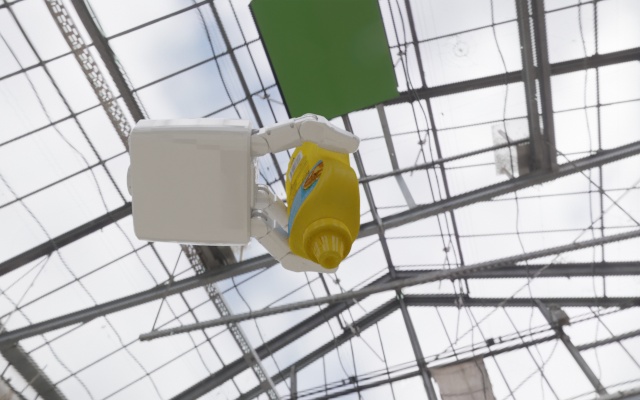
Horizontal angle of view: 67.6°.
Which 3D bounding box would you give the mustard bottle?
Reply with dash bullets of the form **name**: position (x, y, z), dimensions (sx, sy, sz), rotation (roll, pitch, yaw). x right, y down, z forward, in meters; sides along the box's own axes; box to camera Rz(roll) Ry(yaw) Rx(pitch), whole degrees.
- **mustard bottle**: position (0.000, 0.001, 0.457), dimensions (0.058, 0.096, 0.191), rotation (22, 24, -15)
